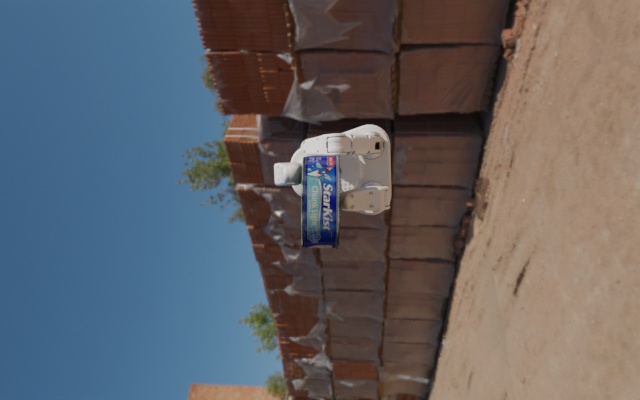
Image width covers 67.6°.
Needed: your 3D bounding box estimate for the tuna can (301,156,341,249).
[{"bbox_3d":[-0.001,0.001,0.440,0.034,0.086,0.086,1,0,-1],"label":"tuna can"}]
